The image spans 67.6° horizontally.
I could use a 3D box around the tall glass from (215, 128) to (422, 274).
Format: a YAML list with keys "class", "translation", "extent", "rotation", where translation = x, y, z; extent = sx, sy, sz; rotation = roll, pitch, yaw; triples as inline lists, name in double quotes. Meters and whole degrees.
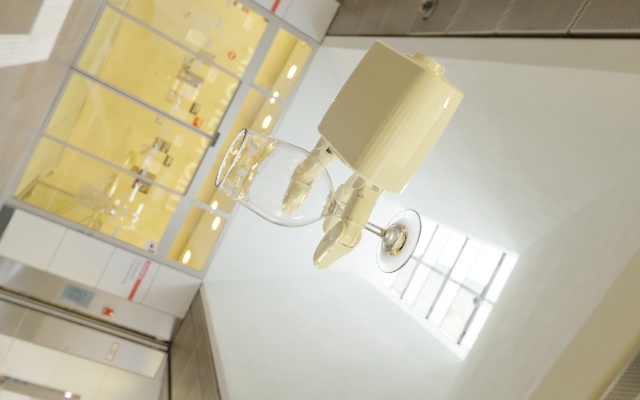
- class: "tall glass"
  translation: [0.001, 0.002, 0.474]
  extent: [0.201, 0.079, 0.079]
  rotation: [26, -10, -21]
